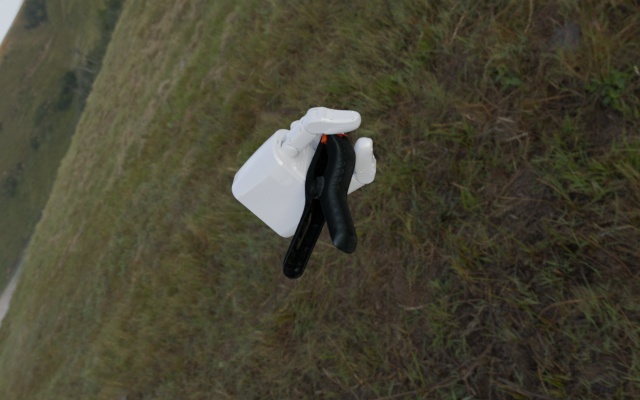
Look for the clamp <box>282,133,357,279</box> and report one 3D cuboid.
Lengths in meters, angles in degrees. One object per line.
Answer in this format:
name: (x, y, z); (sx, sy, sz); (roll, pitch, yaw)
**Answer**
clamp: (0.000, 0.001, 0.514); (0.039, 0.171, 0.120); (29, -42, -27)
